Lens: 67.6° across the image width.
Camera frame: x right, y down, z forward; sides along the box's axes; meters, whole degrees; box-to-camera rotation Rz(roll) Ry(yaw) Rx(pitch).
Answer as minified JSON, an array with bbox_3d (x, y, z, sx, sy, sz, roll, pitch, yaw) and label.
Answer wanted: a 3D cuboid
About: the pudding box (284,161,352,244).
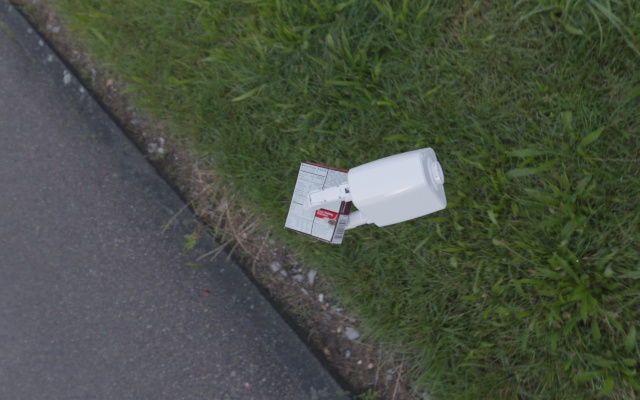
[{"bbox_3d":[0.000,0.002,0.744,0.090,0.113,0.039,16,1,28],"label":"pudding box"}]
